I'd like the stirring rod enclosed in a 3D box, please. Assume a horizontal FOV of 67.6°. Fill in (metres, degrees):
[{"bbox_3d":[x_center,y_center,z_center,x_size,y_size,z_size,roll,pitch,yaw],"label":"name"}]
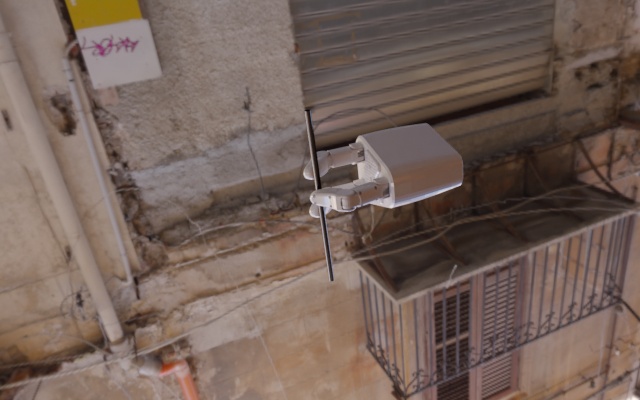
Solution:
[{"bbox_3d":[0.000,0.002,0.613,0.011,0.240,0.011,-7,25,3],"label":"stirring rod"}]
